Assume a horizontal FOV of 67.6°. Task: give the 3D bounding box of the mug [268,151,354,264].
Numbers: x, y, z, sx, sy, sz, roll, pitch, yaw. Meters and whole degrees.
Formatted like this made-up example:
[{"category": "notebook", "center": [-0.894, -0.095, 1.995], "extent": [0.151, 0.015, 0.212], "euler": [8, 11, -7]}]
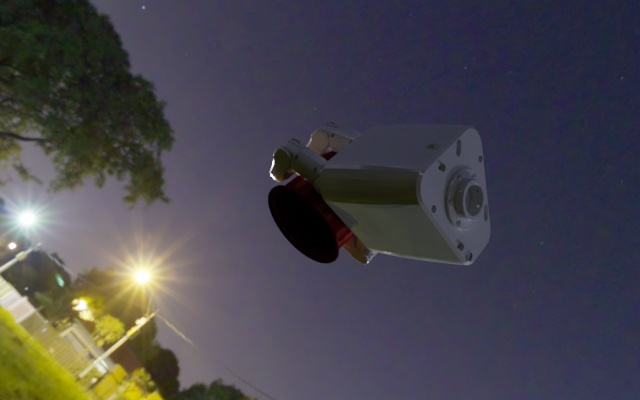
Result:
[{"category": "mug", "center": [-0.001, 0.001, 0.494], "extent": [0.081, 0.093, 0.117], "euler": [-41, 29, -30]}]
